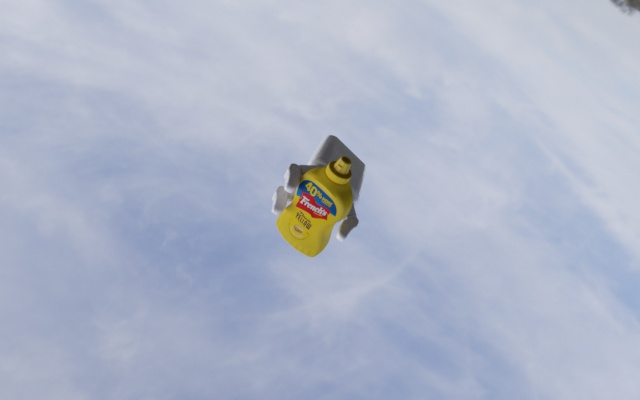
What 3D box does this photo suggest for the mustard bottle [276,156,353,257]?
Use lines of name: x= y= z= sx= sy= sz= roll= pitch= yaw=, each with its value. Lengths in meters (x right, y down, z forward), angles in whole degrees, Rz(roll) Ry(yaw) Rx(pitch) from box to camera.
mustard bottle: x=0.000 y=0.003 z=0.786 sx=0.096 sy=0.192 sz=0.058 roll=43 pitch=39 yaw=14
